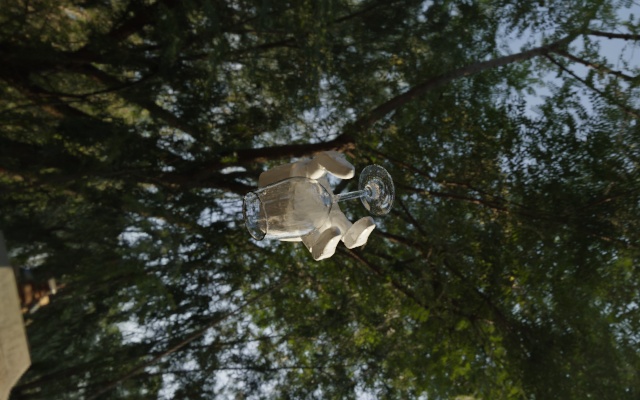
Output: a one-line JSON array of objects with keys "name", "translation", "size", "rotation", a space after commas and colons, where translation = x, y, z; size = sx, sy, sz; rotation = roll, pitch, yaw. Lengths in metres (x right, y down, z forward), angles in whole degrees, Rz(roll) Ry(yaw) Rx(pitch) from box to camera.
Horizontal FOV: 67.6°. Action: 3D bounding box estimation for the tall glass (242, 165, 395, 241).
[{"name": "tall glass", "translation": [0.001, 0.002, 0.629], "size": [0.201, 0.079, 0.079], "rotation": [-12, 7, -35]}]
